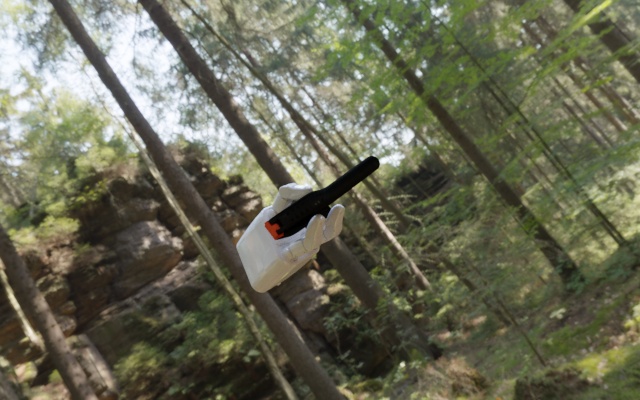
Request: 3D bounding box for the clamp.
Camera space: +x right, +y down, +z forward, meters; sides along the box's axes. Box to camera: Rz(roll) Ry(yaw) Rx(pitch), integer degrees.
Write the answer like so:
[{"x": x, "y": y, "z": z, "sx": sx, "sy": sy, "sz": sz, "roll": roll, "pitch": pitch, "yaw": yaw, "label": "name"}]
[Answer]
[{"x": -0.001, "y": 0.002, "z": 0.745, "sx": 0.210, "sy": 0.036, "sz": 0.165, "roll": -25, "pitch": -19, "yaw": -50, "label": "clamp"}]
